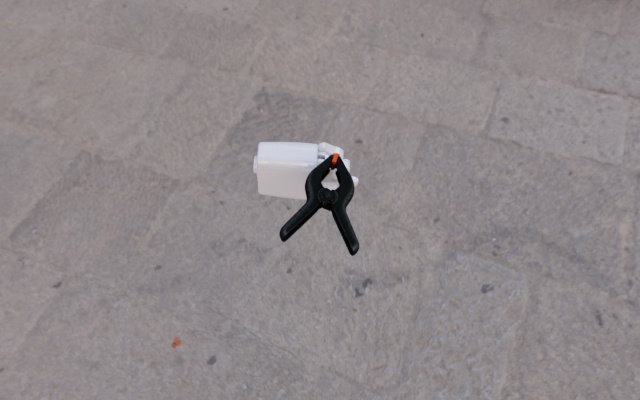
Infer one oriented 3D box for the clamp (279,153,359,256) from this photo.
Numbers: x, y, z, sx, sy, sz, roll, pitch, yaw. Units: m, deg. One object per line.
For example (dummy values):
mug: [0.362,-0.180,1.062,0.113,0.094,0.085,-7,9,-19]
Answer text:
clamp: [0.000,0.002,0.746,0.120,0.171,0.039,7,-30,-9]
